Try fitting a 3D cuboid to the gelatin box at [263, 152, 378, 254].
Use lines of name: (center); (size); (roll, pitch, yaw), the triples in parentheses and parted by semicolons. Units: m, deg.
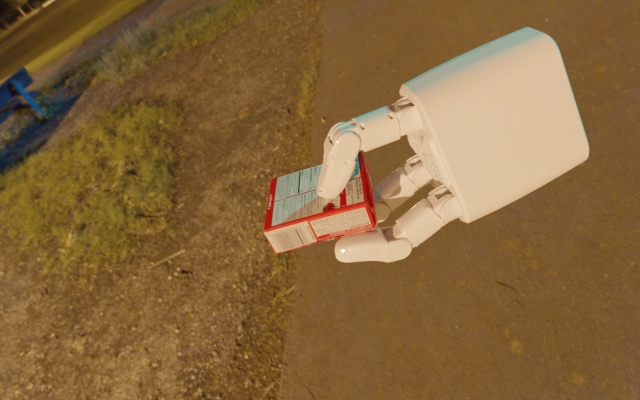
gelatin box: (0.000, 0.001, 0.401); (0.089, 0.030, 0.073); (-15, 36, 11)
